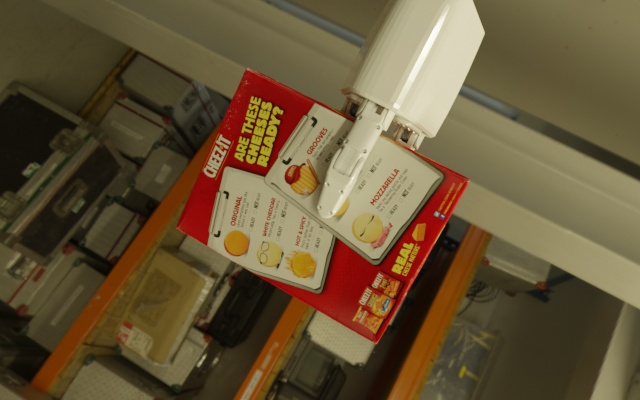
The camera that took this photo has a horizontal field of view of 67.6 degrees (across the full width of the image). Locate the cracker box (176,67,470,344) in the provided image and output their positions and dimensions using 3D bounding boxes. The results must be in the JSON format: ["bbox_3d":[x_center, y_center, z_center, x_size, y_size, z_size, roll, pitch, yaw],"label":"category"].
[{"bbox_3d":[0.000,0.002,0.442,0.213,0.164,0.072,28,10,9],"label":"cracker box"}]
